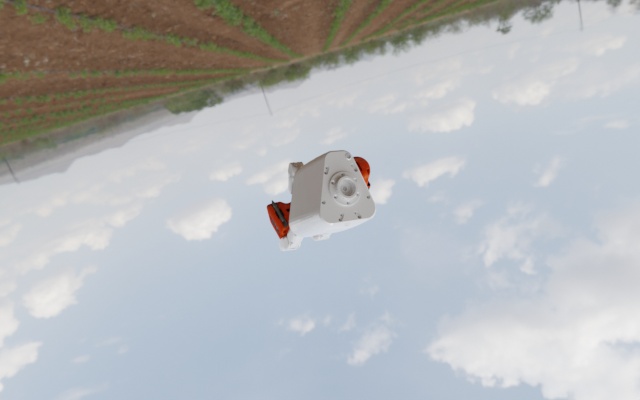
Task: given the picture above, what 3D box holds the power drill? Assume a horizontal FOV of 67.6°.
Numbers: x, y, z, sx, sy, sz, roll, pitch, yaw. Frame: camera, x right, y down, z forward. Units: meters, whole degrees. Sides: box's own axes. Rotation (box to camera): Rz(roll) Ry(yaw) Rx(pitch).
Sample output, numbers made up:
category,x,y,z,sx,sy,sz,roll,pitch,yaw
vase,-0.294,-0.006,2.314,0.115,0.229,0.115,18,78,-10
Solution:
category,x,y,z,sx,sy,sz,roll,pitch,yaw
power drill,0.000,0.003,0.848,0.187,0.057,0.184,-30,-16,-10
